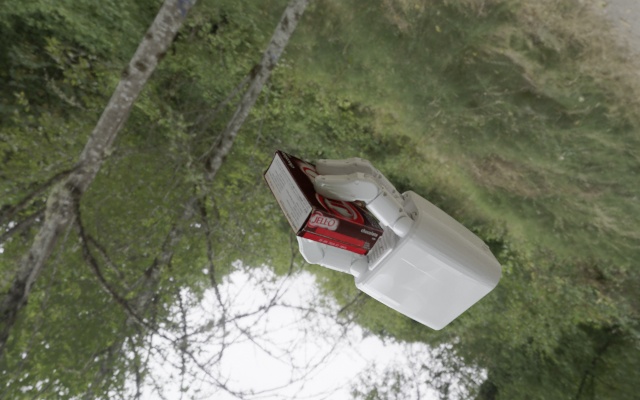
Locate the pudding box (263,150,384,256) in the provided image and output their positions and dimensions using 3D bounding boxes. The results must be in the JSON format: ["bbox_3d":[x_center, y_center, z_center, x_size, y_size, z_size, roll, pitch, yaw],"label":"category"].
[{"bbox_3d":[0.000,0.002,0.485,0.090,0.039,0.113,21,20,-36],"label":"pudding box"}]
